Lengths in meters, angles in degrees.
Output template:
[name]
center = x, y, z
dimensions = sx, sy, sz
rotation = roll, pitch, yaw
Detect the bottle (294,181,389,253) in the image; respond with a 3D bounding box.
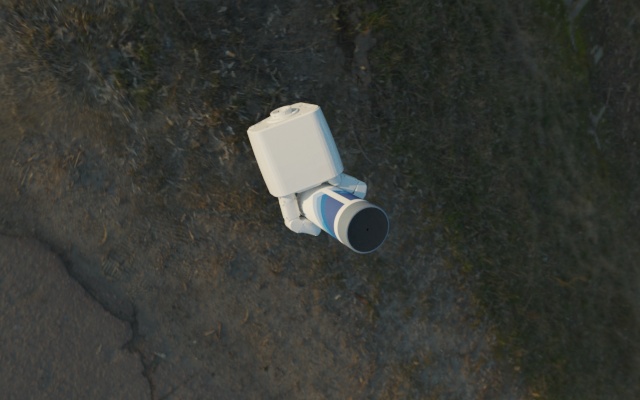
[bottle]
center = 0.000, 0.003, 0.754
dimensions = 0.069, 0.069, 0.295
rotation = 0, 14, -26
